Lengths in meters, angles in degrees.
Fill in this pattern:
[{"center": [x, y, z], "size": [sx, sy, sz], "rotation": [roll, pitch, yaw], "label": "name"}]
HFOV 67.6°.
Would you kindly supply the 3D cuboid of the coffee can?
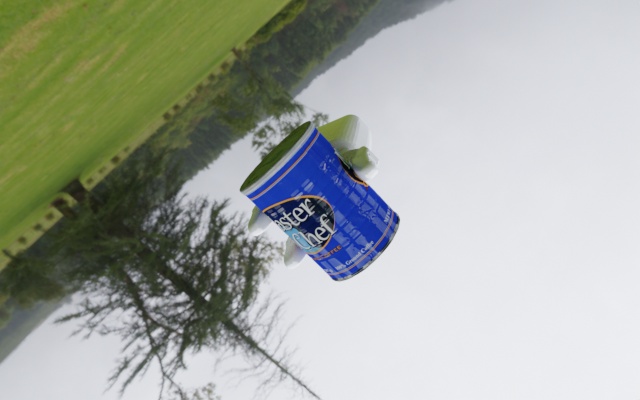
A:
[{"center": [0.000, 0.002, 0.506], "size": [0.140, 0.103, 0.103], "rotation": [45, -14, -14], "label": "coffee can"}]
